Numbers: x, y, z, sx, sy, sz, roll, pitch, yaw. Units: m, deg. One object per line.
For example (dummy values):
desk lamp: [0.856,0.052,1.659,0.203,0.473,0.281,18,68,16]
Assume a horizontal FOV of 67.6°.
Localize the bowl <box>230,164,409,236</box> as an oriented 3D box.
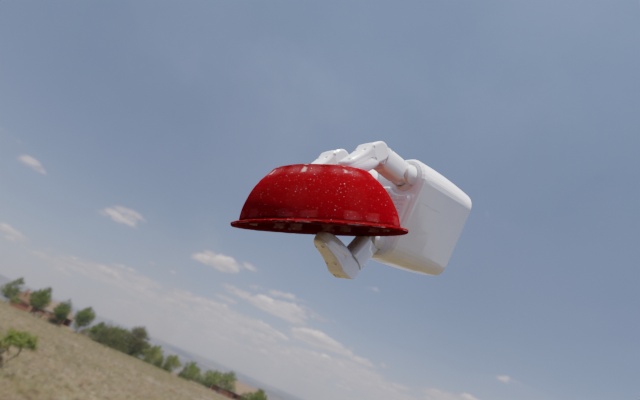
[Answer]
bowl: [-0.001,0.001,0.439,0.162,0.055,0.162,2,-6,0]
